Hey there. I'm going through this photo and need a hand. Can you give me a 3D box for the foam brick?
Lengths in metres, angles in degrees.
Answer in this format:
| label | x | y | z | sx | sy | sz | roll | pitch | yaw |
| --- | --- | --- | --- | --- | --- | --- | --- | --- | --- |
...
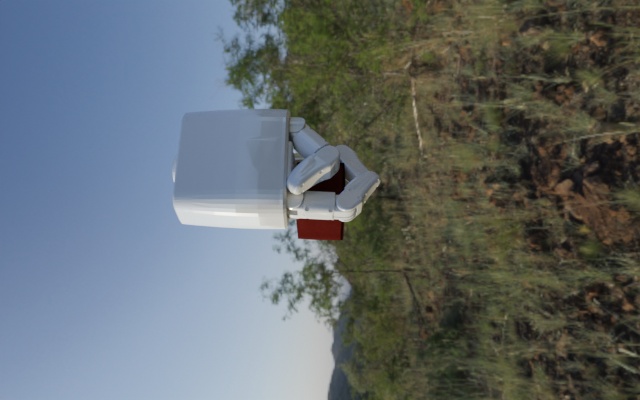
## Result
| label | x | y | z | sx | sy | sz | roll | pitch | yaw |
| --- | --- | --- | --- | --- | --- | --- | --- | --- | --- |
| foam brick | 0.000 | 0.002 | 0.516 | 0.051 | 0.053 | 0.078 | 0 | -35 | 0 |
